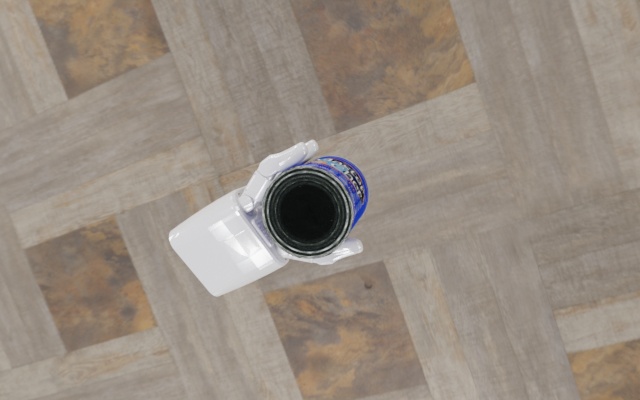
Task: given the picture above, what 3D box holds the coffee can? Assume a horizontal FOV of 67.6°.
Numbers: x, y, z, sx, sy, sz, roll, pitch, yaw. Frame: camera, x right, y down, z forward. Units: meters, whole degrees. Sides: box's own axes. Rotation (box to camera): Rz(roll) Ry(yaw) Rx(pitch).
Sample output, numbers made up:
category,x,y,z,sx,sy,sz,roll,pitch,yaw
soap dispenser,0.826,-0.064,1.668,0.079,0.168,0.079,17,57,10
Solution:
category,x,y,z,sx,sy,sz,roll,pitch,yaw
coffee can,0.000,0.002,0.577,0.103,0.103,0.140,0,10,13
